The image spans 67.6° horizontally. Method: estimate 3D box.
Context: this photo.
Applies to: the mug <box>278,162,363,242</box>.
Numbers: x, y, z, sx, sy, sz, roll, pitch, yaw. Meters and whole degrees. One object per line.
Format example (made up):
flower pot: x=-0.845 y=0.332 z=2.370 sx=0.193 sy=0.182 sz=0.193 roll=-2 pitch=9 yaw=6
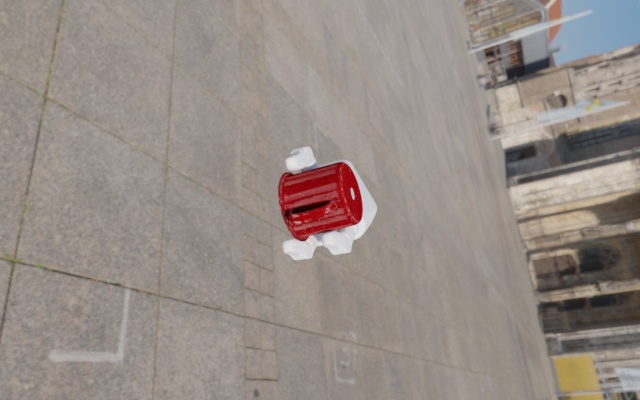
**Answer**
mug: x=0.000 y=0.002 z=0.594 sx=0.081 sy=0.093 sz=0.117 roll=-14 pitch=10 yaw=20
